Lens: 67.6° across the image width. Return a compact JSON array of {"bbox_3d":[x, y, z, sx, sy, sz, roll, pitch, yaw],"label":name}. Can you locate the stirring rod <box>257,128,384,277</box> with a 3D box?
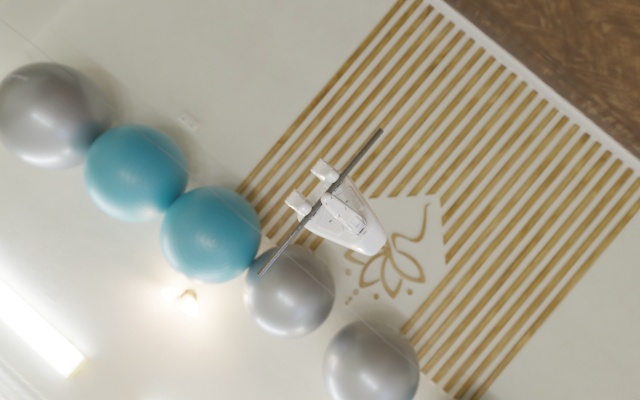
[{"bbox_3d":[0.000,0.002,0.605,0.011,0.239,0.011,40,-1,1],"label":"stirring rod"}]
